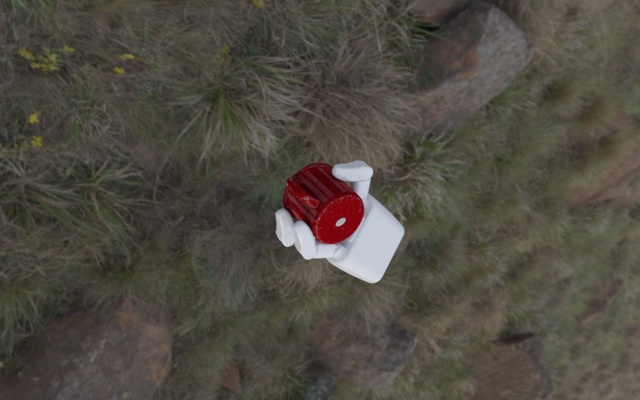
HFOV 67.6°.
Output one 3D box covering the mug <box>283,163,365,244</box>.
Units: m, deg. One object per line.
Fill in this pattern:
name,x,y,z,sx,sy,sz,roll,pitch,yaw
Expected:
mug,-0.001,0.002,0.650,0.117,0.093,0.081,34,7,-45
